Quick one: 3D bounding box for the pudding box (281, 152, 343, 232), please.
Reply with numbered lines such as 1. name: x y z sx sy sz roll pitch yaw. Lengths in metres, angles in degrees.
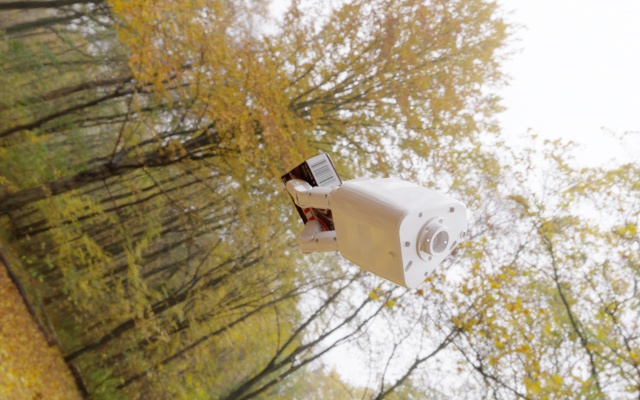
1. pudding box: 0.000 0.002 0.630 0.039 0.113 0.090 -24 0 -28
